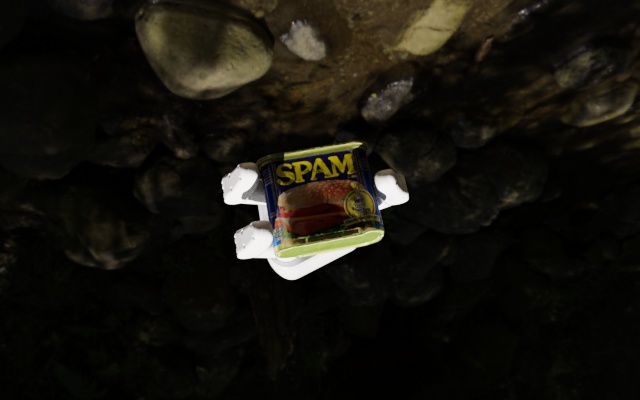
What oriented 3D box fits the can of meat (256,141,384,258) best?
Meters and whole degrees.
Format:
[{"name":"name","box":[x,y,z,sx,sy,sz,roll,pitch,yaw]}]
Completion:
[{"name":"can of meat","box":[0.000,0.002,0.425,0.102,0.084,0.057,-10,-16,-5]}]
